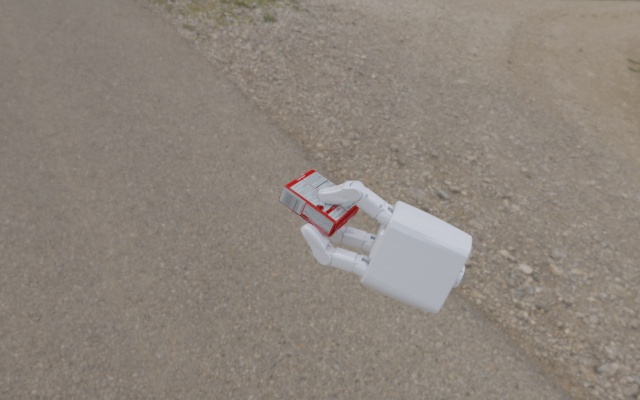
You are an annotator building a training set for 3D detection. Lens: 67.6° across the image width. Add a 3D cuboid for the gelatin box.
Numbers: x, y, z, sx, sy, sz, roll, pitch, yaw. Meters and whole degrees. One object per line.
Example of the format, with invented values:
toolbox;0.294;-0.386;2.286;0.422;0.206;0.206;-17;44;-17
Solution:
gelatin box;0.000;0.002;0.644;0.089;0.030;0.073;35;36;14
